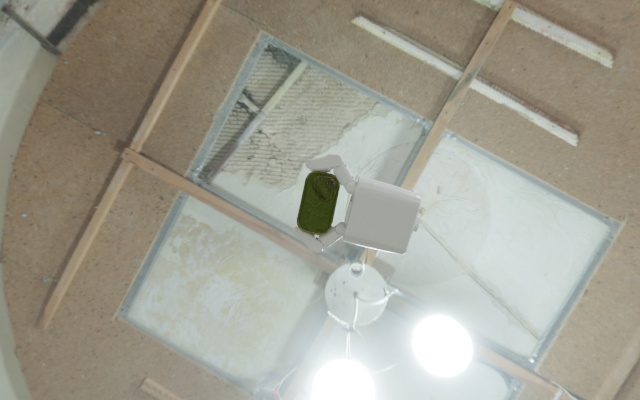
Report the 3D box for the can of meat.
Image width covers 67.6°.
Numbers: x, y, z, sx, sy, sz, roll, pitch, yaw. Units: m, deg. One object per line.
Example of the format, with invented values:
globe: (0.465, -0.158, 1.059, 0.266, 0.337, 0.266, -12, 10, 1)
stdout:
can of meat: (0.000, 0.003, 0.807, 0.057, 0.102, 0.084, 12, 3, 5)
